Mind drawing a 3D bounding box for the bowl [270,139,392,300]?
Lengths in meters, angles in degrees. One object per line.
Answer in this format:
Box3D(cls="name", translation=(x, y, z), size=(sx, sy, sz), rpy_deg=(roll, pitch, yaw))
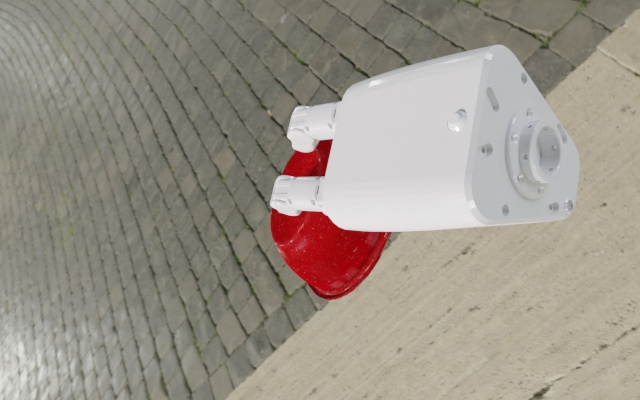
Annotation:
Box3D(cls="bowl", translation=(-0.001, 0.002, 0.418), size=(0.055, 0.162, 0.162), rpy_deg=(17, -8, -25))
